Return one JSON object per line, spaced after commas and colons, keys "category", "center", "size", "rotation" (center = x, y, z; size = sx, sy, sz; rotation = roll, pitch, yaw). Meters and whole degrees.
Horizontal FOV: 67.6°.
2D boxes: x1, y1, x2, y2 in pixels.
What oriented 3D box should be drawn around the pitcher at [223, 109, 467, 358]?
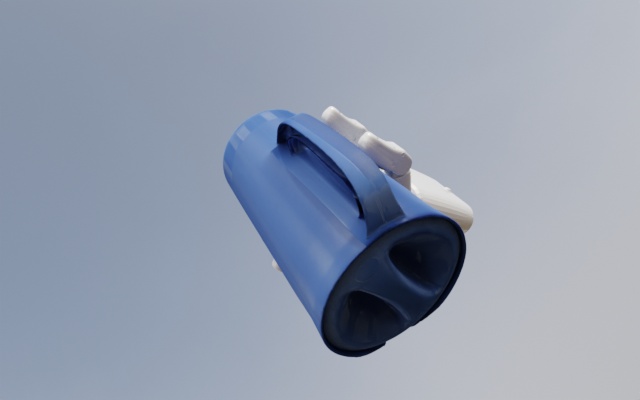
{"category": "pitcher", "center": [0.000, 0.001, 0.428], "size": [0.145, 0.149, 0.242], "rotation": [13, 23, -41]}
